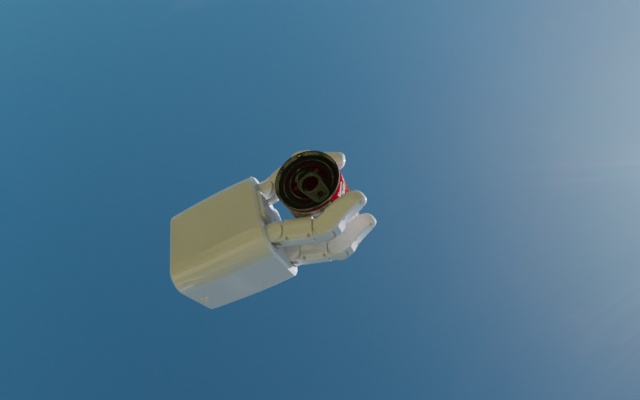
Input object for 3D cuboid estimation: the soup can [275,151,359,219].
[{"bbox_3d":[0.001,0.002,0.518,0.068,0.068,0.102,0,-27,18],"label":"soup can"}]
